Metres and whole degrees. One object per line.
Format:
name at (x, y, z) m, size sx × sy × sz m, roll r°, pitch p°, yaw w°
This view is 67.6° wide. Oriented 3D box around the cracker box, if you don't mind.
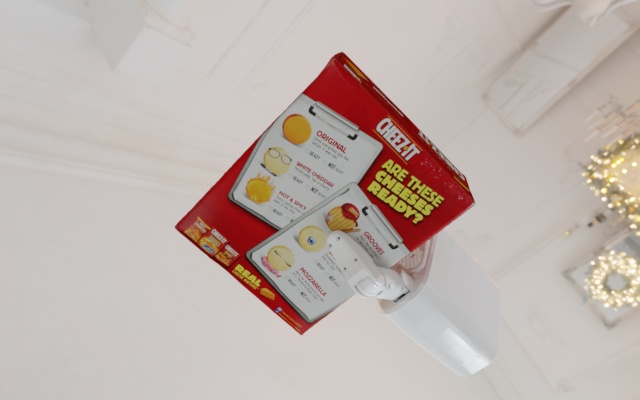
cracker box at (0.000, 0.002, 0.438) m, size 0.214 × 0.164 × 0.072 m, roll -42°, pitch 12°, yaw 22°
